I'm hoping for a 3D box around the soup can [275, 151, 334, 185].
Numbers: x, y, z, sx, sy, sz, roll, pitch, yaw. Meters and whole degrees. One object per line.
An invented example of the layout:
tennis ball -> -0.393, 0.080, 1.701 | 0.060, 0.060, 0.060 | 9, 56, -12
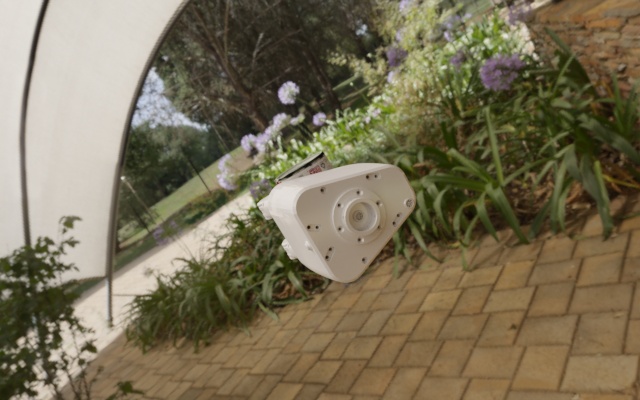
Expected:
soup can -> 0.000, 0.002, 0.565 | 0.068, 0.102, 0.068 | -30, 10, 6
